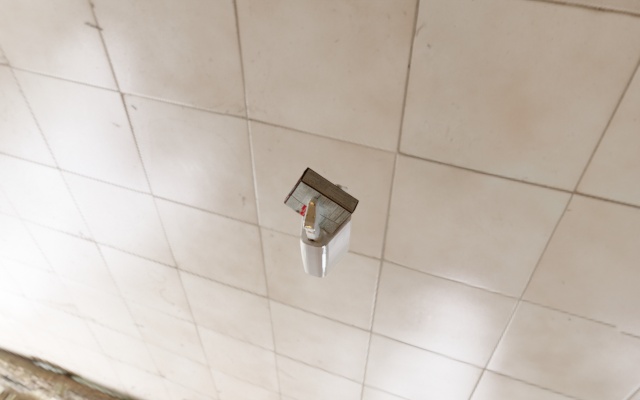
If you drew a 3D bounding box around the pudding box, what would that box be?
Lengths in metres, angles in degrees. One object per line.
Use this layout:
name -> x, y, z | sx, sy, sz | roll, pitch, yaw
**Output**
pudding box -> 0.000, 0.003, 0.865 | 0.113, 0.039, 0.090 | 32, -39, -7
